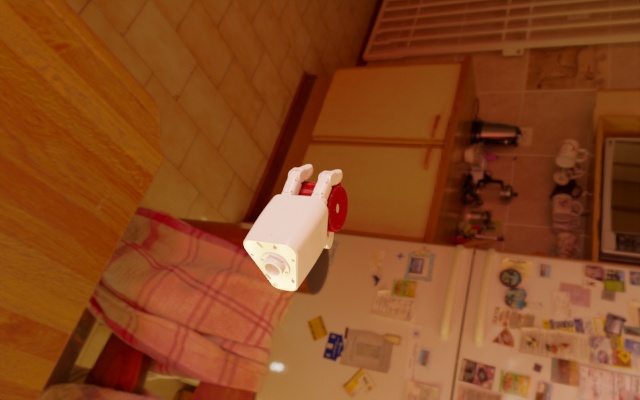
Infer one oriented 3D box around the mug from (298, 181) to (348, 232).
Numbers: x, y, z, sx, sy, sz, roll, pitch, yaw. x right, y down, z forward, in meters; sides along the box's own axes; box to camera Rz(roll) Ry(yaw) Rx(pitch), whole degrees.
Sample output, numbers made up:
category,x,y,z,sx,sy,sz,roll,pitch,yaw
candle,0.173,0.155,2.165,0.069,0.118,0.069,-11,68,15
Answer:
category,x,y,z,sx,sy,sz,roll,pitch,yaw
mug,0.001,0.002,0.824,0.081,0.093,0.117,6,42,27
